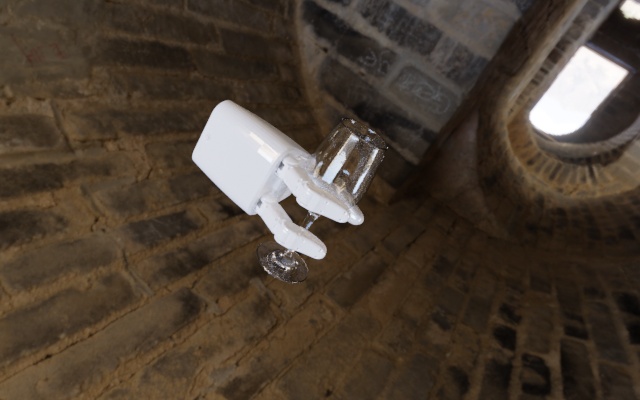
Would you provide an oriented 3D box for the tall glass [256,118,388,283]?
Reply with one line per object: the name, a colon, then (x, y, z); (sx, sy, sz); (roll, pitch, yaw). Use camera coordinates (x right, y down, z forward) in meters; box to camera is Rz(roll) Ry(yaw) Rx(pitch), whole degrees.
tall glass: (0.000, 0.002, 0.569); (0.079, 0.201, 0.079); (27, 25, -13)
